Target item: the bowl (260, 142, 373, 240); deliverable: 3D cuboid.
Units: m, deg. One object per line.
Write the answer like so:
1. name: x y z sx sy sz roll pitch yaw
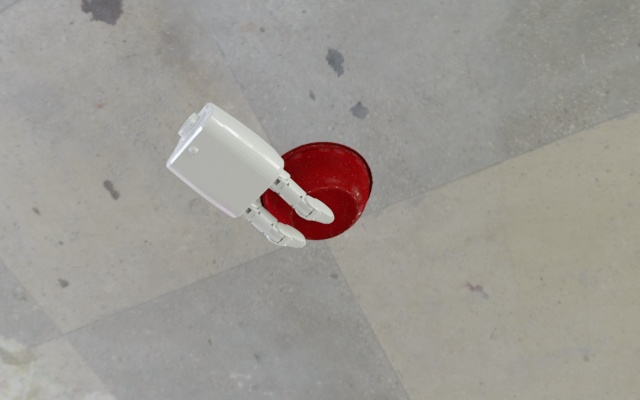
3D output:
1. bowl: 0.001 0.003 0.652 0.162 0.162 0.055 0 38 -15
